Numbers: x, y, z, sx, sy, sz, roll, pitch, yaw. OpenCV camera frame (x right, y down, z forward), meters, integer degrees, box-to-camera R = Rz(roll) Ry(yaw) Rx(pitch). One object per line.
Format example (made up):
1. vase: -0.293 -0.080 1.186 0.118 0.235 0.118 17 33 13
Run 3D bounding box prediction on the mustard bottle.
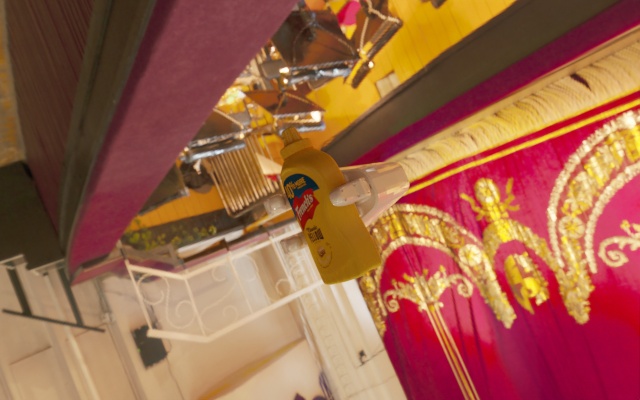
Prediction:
1. mustard bottle: 0.000 0.002 0.569 0.058 0.191 0.096 -22 -3 -29
